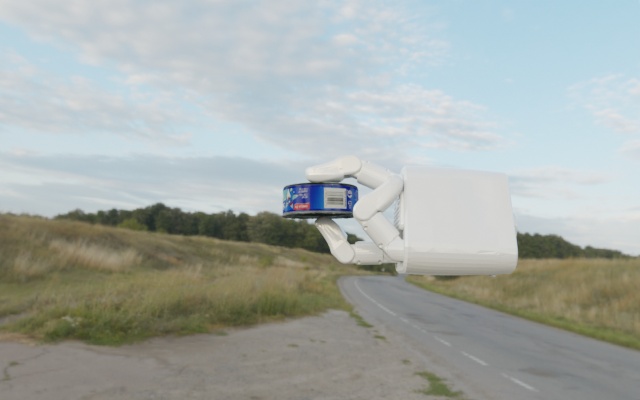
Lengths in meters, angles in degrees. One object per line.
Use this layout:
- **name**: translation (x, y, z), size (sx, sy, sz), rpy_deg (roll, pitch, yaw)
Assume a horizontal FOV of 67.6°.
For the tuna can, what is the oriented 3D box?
- **tuna can**: translation (0.000, 0.001, 0.531), size (0.086, 0.033, 0.086), rpy_deg (0, -6, 0)
